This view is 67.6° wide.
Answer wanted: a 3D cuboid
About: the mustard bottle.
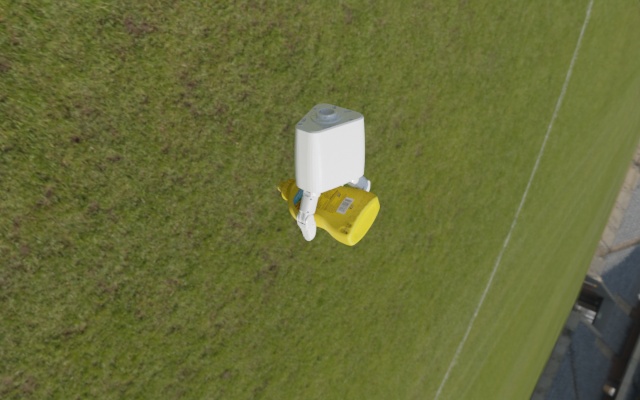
[{"bbox_3d":[0.000,0.003,0.839,0.191,0.096,0.058,23,-25,31],"label":"mustard bottle"}]
